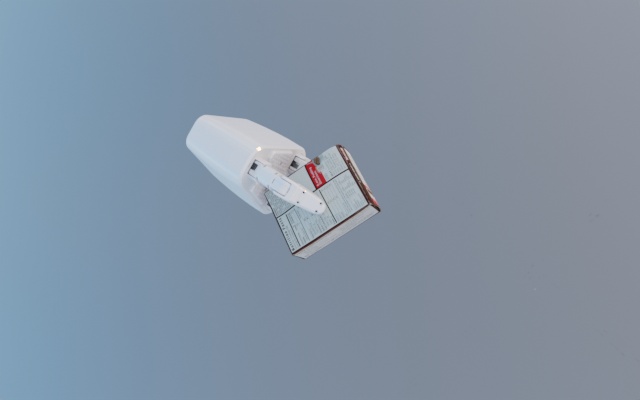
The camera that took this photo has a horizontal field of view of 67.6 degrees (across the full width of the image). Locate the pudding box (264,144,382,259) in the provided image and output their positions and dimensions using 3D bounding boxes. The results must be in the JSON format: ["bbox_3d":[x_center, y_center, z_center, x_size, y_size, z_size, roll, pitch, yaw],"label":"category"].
[{"bbox_3d":[0.000,0.002,0.556,0.113,0.090,0.039,-34,-24,16],"label":"pudding box"}]
